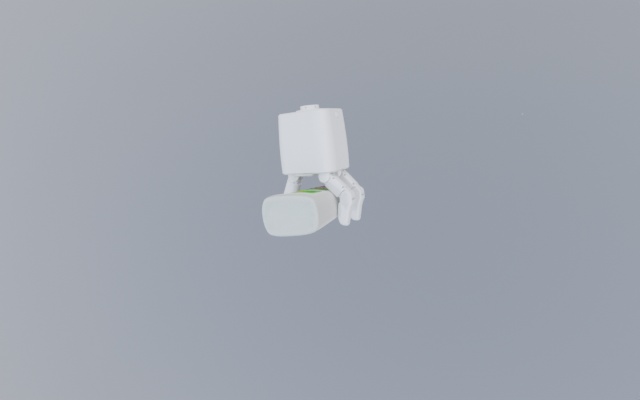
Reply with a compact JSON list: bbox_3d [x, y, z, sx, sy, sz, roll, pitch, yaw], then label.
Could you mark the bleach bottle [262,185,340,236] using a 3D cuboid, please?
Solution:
[{"bbox_3d":[0.000,0.003,0.858,0.102,0.068,0.251,-4,8,23],"label":"bleach bottle"}]
